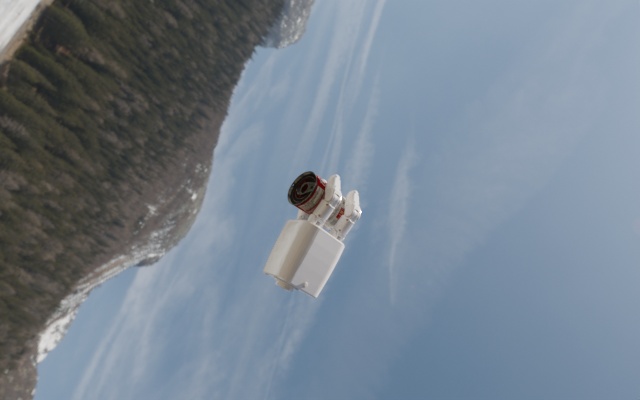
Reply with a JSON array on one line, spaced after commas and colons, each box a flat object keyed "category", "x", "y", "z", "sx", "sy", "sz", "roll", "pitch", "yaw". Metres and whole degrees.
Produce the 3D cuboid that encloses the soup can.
[{"category": "soup can", "x": 0.000, "y": 0.002, "z": 0.856, "sx": 0.068, "sy": 0.068, "sz": 0.102, "roll": 0, "pitch": -30, "yaw": 49}]
